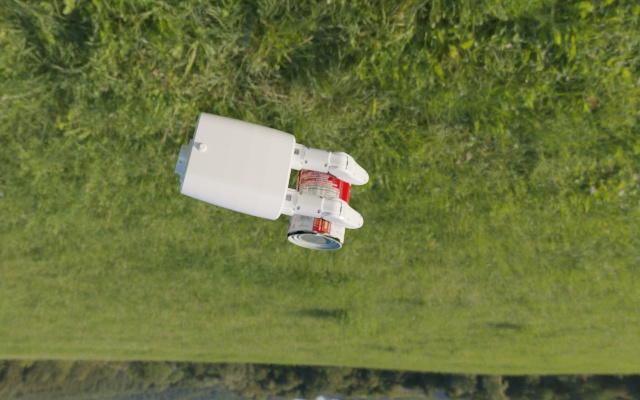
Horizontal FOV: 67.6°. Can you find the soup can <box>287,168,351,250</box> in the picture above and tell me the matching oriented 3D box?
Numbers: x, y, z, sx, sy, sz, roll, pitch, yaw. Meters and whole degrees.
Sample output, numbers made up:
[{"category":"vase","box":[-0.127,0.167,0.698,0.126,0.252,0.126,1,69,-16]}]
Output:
[{"category":"soup can","box":[0.000,0.002,0.576,0.068,0.102,0.068,8,-19,3]}]
